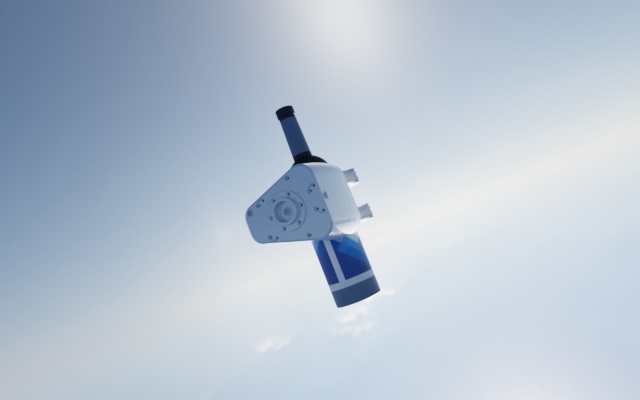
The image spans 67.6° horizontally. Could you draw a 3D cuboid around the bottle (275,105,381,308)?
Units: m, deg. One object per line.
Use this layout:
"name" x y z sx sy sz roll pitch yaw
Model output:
"bottle" 0.000 0.002 0.684 0.069 0.295 0.069 -21 -6 -2
